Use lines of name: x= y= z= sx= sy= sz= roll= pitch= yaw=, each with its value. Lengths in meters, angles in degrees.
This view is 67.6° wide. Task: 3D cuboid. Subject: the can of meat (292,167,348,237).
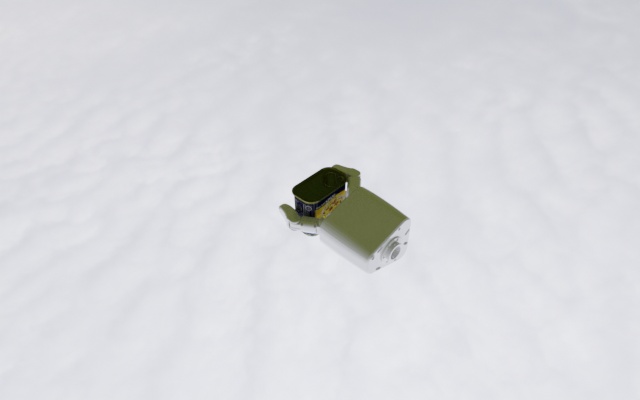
can of meat: x=0.000 y=0.003 z=0.840 sx=0.057 sy=0.084 sz=0.102 roll=32 pitch=50 yaw=32
